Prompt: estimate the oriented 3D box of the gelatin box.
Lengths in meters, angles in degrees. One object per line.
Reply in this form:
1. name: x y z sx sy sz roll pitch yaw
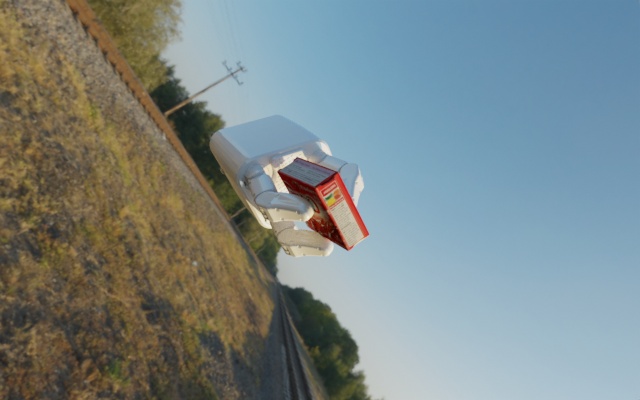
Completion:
1. gelatin box: 0.001 0.001 0.460 0.030 0.073 0.089 -36 27 -16
